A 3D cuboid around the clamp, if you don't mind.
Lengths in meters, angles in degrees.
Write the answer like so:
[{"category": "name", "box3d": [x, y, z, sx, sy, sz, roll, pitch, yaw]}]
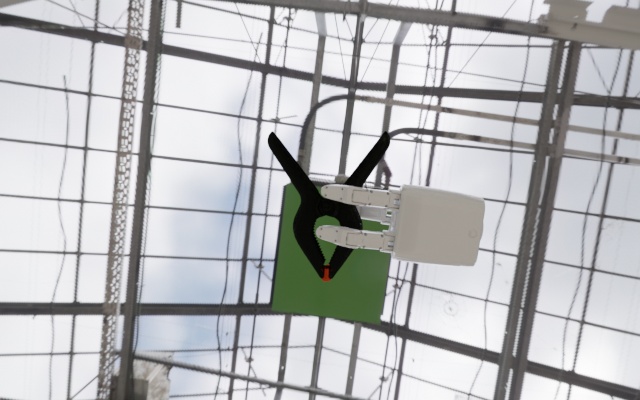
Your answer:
[{"category": "clamp", "box3d": [0.000, 0.003, 0.649, 0.164, 0.210, 0.036, 8, 6, 7]}]
